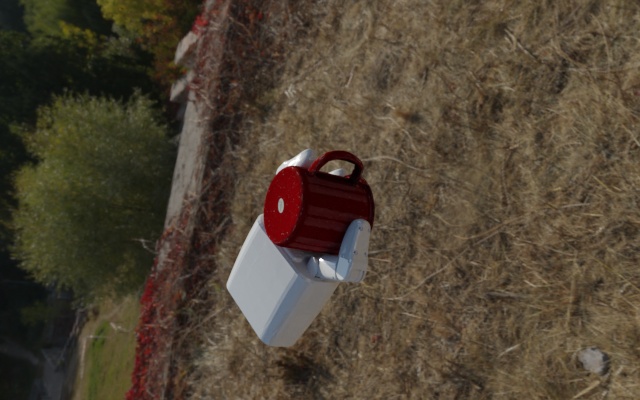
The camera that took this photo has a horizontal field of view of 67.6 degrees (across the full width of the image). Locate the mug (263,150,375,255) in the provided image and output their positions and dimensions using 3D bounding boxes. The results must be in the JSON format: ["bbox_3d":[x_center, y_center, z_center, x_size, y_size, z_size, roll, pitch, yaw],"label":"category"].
[{"bbox_3d":[0.001,0.000,0.481,0.081,0.117,0.093,11,31,-33],"label":"mug"}]
